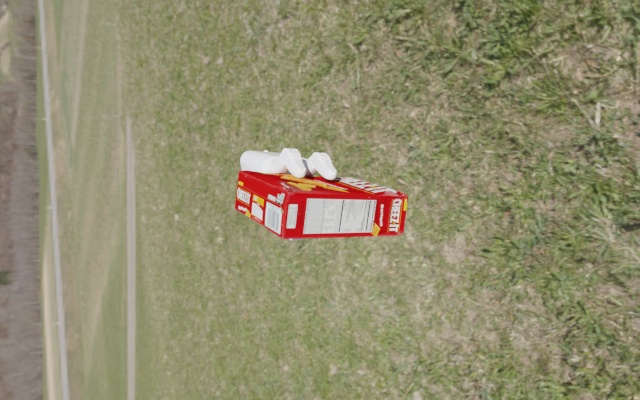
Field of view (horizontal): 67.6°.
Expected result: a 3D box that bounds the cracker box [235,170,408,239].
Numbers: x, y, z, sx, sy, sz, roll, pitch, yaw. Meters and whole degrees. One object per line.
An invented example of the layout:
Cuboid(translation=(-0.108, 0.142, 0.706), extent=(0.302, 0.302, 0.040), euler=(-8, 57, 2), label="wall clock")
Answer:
Cuboid(translation=(0.000, 0.003, 0.732), extent=(0.214, 0.072, 0.164), euler=(1, 12, -33), label="cracker box")
